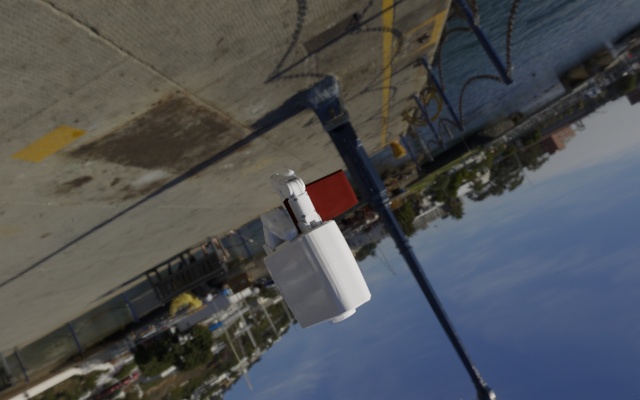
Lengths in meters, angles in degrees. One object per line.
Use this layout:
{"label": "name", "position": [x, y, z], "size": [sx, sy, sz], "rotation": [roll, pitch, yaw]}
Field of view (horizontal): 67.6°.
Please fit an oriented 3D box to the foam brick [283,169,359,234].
{"label": "foam brick", "position": [0.000, 0.002, 0.633], "size": [0.078, 0.051, 0.053], "rotation": [-25, -7, -28]}
